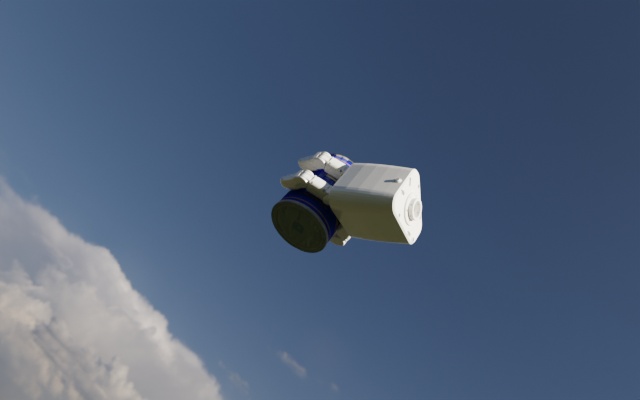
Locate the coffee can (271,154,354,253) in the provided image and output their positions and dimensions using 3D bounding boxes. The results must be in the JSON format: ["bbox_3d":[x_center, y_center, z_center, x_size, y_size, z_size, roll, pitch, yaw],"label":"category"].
[{"bbox_3d":[0.000,0.003,0.787,0.103,0.103,0.140,0,36,39],"label":"coffee can"}]
